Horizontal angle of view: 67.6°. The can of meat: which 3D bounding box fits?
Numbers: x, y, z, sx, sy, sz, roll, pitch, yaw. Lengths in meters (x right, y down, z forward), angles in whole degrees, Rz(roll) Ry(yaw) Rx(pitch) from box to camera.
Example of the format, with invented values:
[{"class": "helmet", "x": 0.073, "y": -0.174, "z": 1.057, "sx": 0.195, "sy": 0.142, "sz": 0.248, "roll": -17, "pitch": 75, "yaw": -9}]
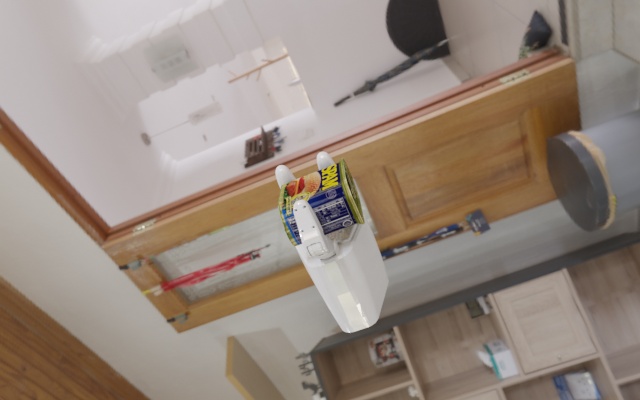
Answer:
[{"class": "can of meat", "x": 0.000, "y": 0.002, "z": 0.557, "sx": 0.084, "sy": 0.057, "sz": 0.102, "roll": -21, "pitch": 22, "yaw": 9}]
